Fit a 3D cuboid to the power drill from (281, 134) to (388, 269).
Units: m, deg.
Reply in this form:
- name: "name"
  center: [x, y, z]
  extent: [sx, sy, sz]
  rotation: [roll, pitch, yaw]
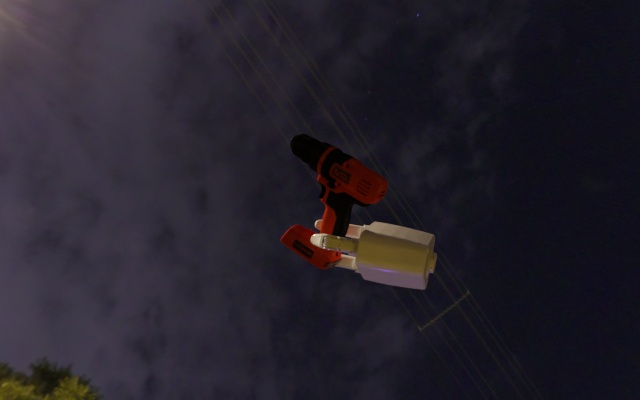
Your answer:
- name: "power drill"
  center: [0.000, 0.003, 0.785]
  extent: [0.184, 0.188, 0.057]
  rotation: [33, 25, 26]
